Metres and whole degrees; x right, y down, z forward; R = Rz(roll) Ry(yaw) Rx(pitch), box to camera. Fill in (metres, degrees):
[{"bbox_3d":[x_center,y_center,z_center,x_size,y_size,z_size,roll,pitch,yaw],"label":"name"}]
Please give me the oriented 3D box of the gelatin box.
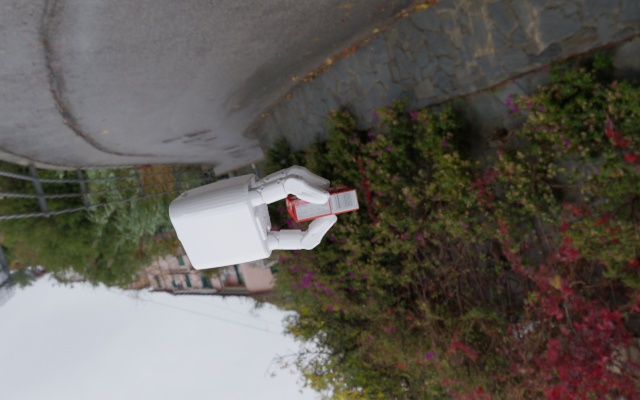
[{"bbox_3d":[0.001,0.003,0.656,0.089,0.030,0.073,-12,8,-8],"label":"gelatin box"}]
